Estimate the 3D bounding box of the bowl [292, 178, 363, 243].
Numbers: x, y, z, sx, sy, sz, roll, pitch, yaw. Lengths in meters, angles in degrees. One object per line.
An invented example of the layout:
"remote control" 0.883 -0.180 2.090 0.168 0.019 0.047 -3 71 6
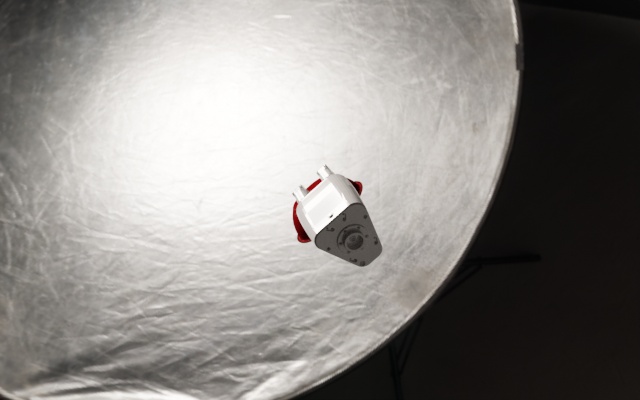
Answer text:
"bowl" -0.001 0.002 0.890 0.162 0.055 0.162 -39 16 14
